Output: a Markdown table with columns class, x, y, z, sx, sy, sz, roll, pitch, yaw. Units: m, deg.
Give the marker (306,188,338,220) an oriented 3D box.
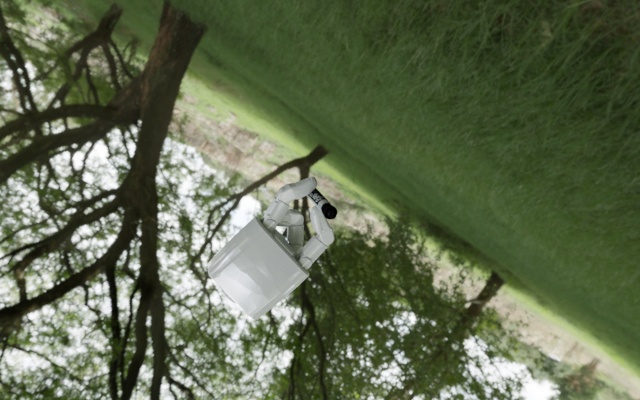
| class | x | y | z | sx | sy | sz | roll | pitch | yaw |
| --- | --- | --- | --- | --- | --- | --- | --- | --- | --- |
| marker | 0.000 | 0.002 | 0.671 | 0.020 | 0.020 | 0.121 | 0 | 15 | -15 |
